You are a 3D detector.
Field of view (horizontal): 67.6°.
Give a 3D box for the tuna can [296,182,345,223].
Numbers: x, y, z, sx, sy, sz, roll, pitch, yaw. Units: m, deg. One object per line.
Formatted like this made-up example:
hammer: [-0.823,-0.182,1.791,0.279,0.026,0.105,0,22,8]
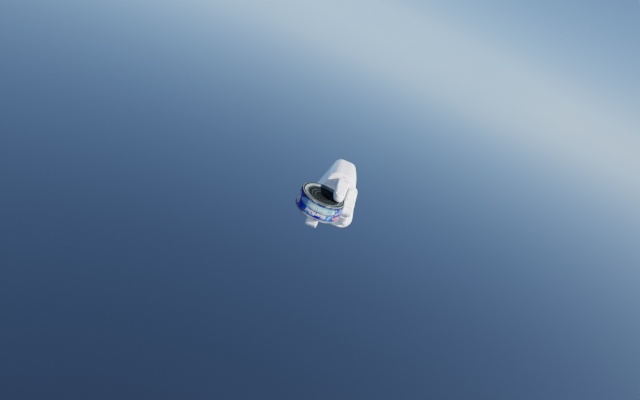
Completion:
tuna can: [0.000,0.002,0.869,0.086,0.034,0.086,21,26,-11]
